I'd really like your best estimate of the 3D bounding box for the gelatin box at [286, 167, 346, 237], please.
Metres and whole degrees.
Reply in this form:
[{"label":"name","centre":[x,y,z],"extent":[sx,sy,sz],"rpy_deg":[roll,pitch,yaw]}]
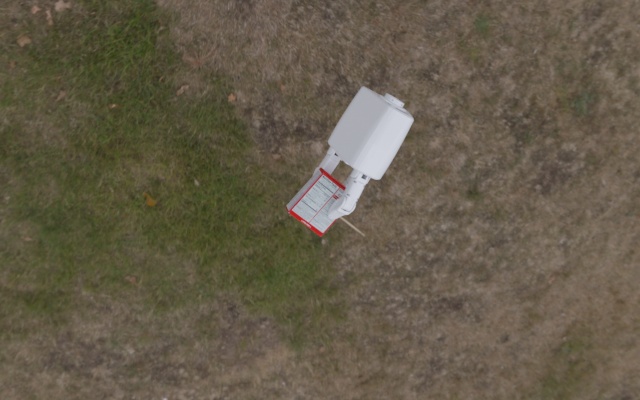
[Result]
[{"label":"gelatin box","centre":[0.000,0.003,0.771],"extent":[0.073,0.089,0.030],"rpy_deg":[37,9,-24]}]
